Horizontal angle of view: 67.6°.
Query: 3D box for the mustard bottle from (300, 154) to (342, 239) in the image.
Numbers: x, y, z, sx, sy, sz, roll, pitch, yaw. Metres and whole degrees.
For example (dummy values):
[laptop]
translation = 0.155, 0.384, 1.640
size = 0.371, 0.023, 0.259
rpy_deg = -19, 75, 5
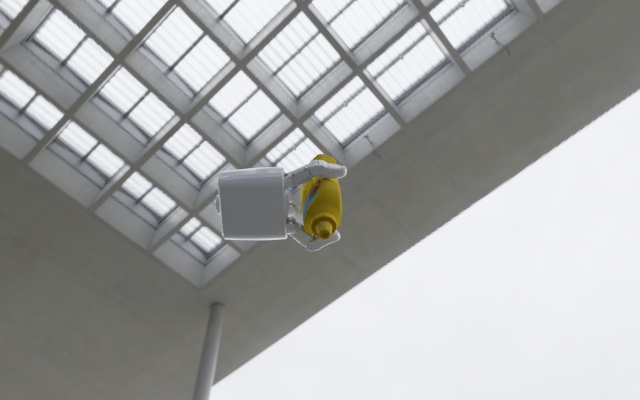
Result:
[mustard bottle]
translation = 0.000, 0.003, 0.799
size = 0.058, 0.096, 0.191
rpy_deg = 19, 28, -14
